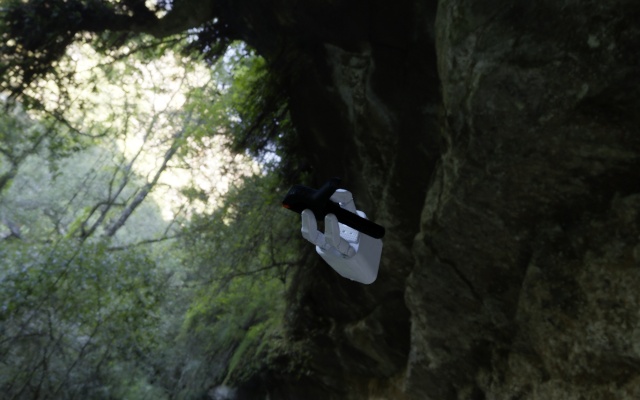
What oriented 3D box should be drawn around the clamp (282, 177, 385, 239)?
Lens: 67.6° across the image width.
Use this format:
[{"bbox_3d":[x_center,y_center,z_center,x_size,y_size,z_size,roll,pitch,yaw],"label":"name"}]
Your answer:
[{"bbox_3d":[0.000,0.002,0.863,0.210,0.036,0.165,12,-28,39],"label":"clamp"}]
